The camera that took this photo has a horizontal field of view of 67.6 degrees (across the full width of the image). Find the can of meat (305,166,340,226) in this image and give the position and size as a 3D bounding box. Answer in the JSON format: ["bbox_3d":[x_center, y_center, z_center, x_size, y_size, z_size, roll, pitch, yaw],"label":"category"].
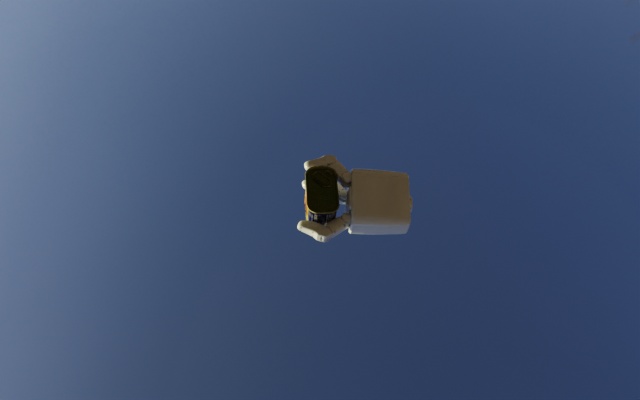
[{"bbox_3d":[0.000,0.003,0.873,0.057,0.102,0.084,-1,-35,-5],"label":"can of meat"}]
